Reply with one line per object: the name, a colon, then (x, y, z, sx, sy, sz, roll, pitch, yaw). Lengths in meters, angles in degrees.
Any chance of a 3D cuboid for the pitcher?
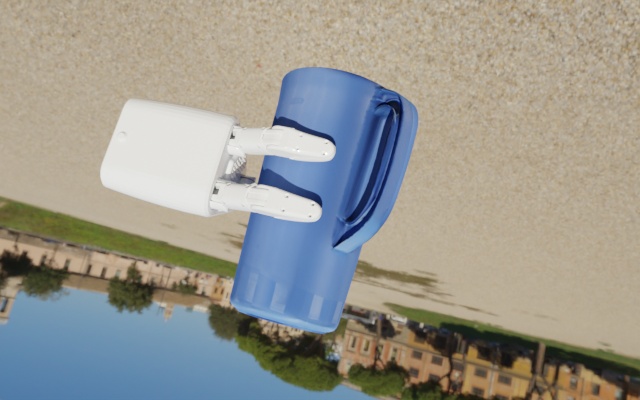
pitcher: (0.000, 0.002, 0.474, 0.145, 0.242, 0.149, 14, -11, 6)
